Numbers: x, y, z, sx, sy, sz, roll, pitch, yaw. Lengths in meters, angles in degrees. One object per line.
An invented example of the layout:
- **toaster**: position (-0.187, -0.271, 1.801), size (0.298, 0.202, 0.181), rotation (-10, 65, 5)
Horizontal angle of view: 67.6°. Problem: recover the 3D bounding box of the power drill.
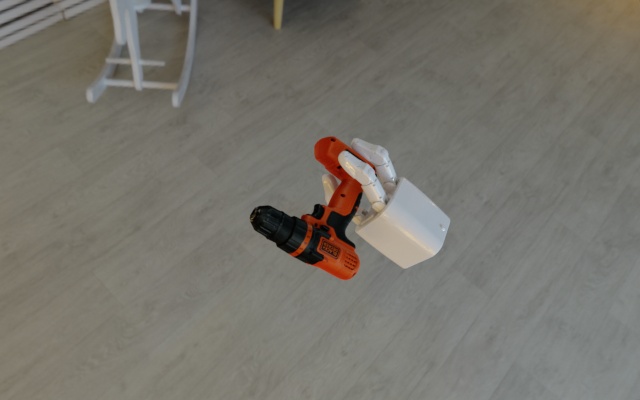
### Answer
- **power drill**: position (0.000, 0.002, 0.705), size (0.184, 0.187, 0.057), rotation (33, -25, -27)
